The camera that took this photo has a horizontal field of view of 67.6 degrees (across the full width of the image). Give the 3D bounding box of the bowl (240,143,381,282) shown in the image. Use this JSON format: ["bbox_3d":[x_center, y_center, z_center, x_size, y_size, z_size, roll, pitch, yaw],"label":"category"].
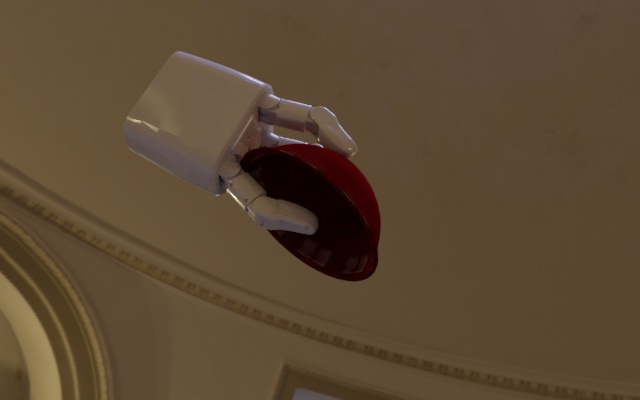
[{"bbox_3d":[0.001,0.002,0.456,0.162,0.162,0.055,0,39,50],"label":"bowl"}]
